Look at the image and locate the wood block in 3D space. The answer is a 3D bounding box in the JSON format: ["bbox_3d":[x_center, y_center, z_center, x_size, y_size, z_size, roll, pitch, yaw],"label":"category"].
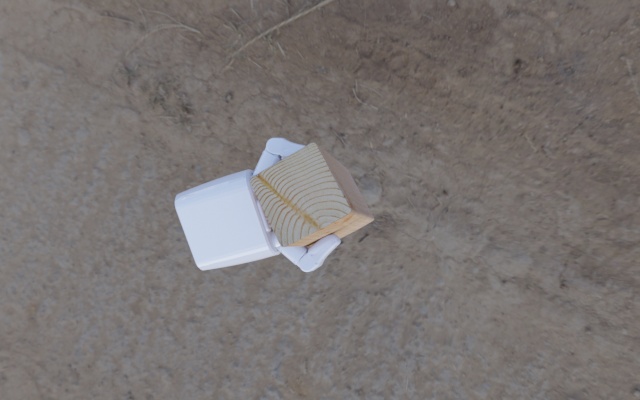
[{"bbox_3d":[0.000,0.002,0.622,0.090,0.091,0.206,-28,-10,10],"label":"wood block"}]
